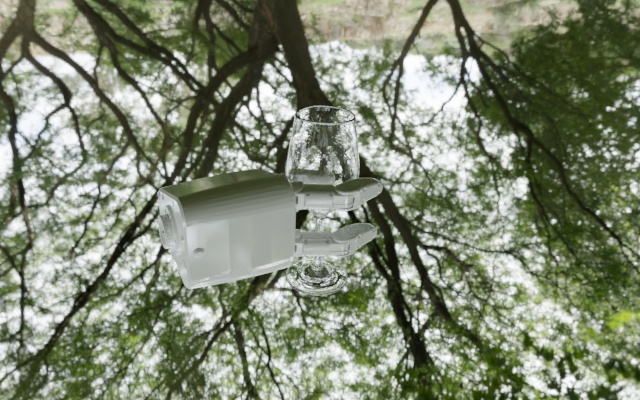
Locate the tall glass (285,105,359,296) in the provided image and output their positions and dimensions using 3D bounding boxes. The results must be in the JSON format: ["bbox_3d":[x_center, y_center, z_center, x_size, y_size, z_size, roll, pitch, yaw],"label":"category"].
[{"bbox_3d":[0.000,0.002,0.525,0.079,0.201,0.079,3,27,-1],"label":"tall glass"}]
